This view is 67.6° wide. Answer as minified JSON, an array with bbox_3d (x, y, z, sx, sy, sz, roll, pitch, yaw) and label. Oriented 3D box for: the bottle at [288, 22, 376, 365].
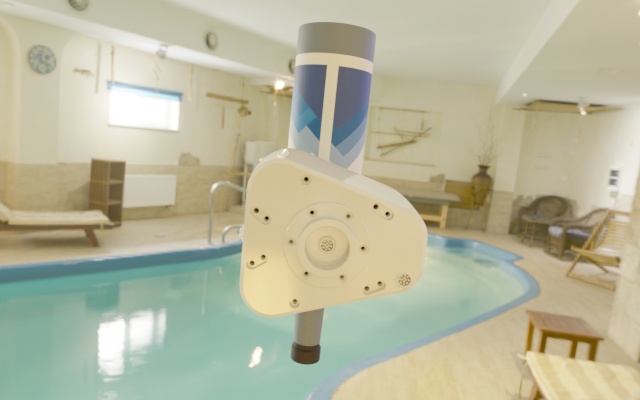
[{"bbox_3d":[0.000,0.001,0.426,0.069,0.296,0.069,6,7,-1],"label":"bottle"}]
